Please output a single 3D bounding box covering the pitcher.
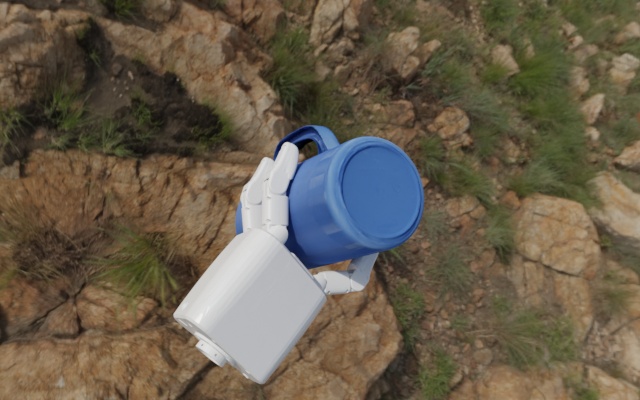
[{"bbox_3d":[0.000,0.002,0.538,0.145,0.149,0.243,-50,13,-26],"label":"pitcher"}]
